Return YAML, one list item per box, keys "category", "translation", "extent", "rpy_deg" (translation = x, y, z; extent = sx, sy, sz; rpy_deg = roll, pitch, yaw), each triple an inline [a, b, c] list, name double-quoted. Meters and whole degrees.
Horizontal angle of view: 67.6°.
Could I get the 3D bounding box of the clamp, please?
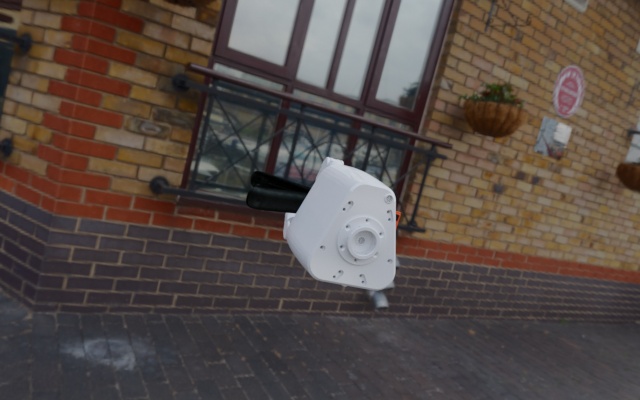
- category: "clamp"
  translation: [0.001, 0.001, 0.628]
  extent: [0.210, 0.036, 0.164]
  rpy_deg: [13, 10, -16]
